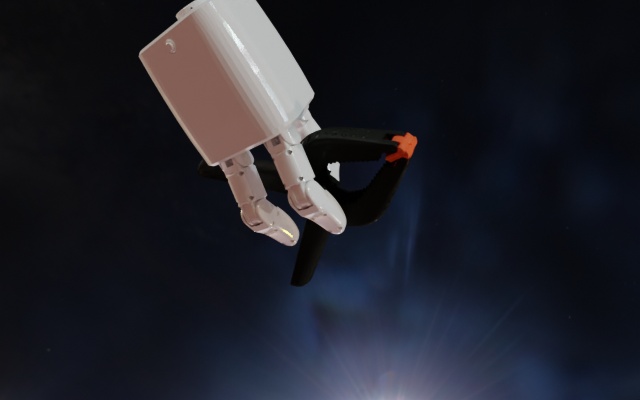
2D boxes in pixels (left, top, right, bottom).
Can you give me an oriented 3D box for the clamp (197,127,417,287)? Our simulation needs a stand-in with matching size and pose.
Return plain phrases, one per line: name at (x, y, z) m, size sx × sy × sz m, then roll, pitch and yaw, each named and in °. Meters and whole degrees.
clamp at (0.001, 0.001, 0.434) m, size 0.210 × 0.164 × 0.036 m, roll -19°, pitch 24°, yaw 36°
